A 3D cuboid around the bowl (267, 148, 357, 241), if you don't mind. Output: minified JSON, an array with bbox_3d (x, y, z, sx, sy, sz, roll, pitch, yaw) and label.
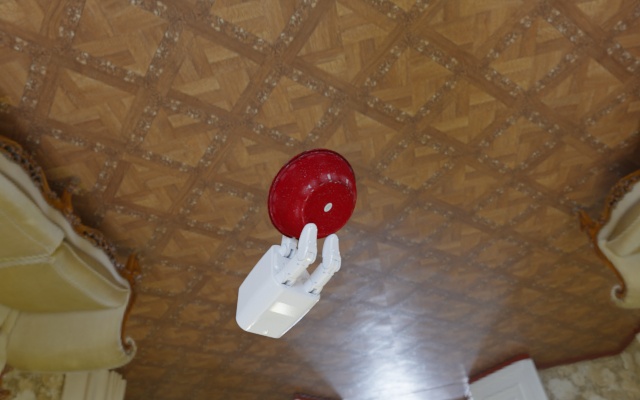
[{"bbox_3d":[0.001,0.001,0.755,0.162,0.162,0.055,0,23,-31],"label":"bowl"}]
